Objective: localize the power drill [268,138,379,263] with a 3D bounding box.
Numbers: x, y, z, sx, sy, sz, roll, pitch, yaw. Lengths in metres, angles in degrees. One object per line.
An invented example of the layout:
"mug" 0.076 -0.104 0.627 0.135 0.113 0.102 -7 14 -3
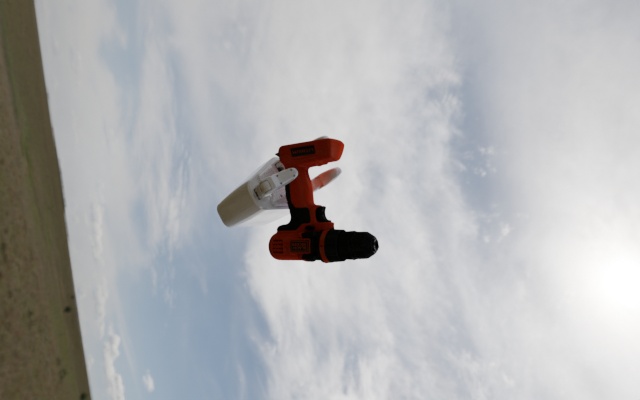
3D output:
"power drill" 0.000 0.002 0.736 0.184 0.187 0.057 -4 -7 28
